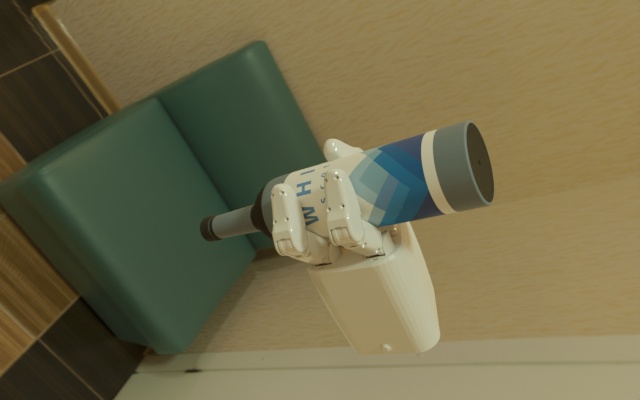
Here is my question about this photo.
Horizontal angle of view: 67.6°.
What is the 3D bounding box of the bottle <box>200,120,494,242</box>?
[{"bbox_3d":[0.000,0.001,0.438,0.296,0.069,0.069,-14,-8,32],"label":"bottle"}]
